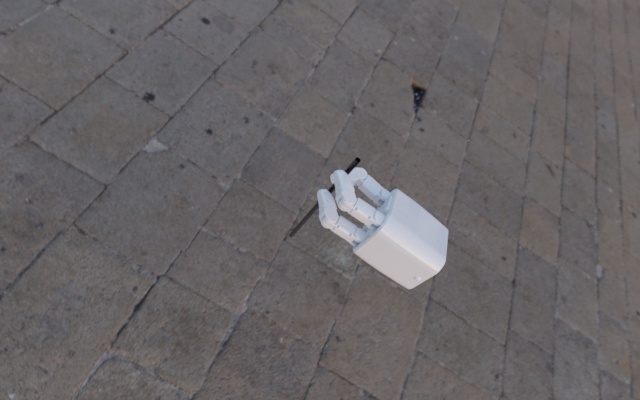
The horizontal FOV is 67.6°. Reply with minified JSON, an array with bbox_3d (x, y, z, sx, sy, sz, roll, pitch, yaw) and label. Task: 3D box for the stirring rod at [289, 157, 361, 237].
[{"bbox_3d":[0.000,0.003,0.748,0.011,0.011,0.240,0,-29,-29],"label":"stirring rod"}]
